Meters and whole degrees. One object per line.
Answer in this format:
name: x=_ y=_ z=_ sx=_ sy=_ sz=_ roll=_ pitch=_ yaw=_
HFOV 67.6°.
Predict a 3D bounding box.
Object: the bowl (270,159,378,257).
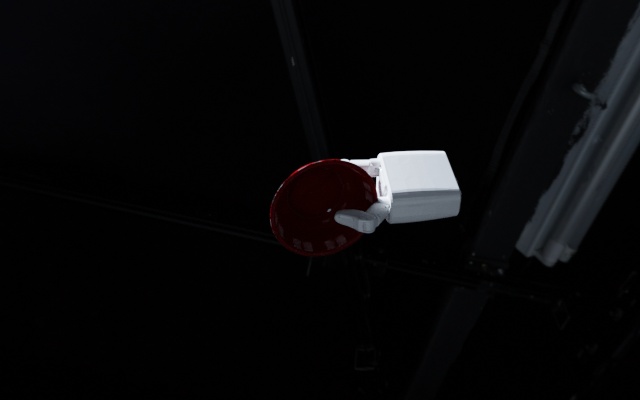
bowl: x=-0.001 y=0.002 z=0.703 sx=0.162 sy=0.162 sz=0.055 roll=0 pitch=30 yaw=-20
